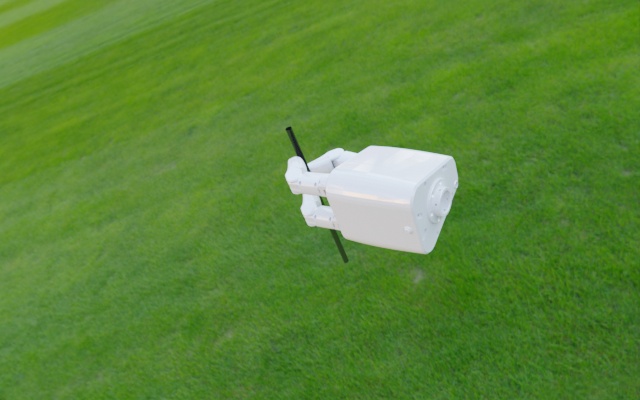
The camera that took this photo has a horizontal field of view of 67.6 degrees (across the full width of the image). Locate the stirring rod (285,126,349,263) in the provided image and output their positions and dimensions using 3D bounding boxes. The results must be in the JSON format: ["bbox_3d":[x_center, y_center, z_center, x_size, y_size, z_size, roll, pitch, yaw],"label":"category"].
[{"bbox_3d":[0.000,0.002,0.646,0.011,0.240,0.011,-15,37,12],"label":"stirring rod"}]
